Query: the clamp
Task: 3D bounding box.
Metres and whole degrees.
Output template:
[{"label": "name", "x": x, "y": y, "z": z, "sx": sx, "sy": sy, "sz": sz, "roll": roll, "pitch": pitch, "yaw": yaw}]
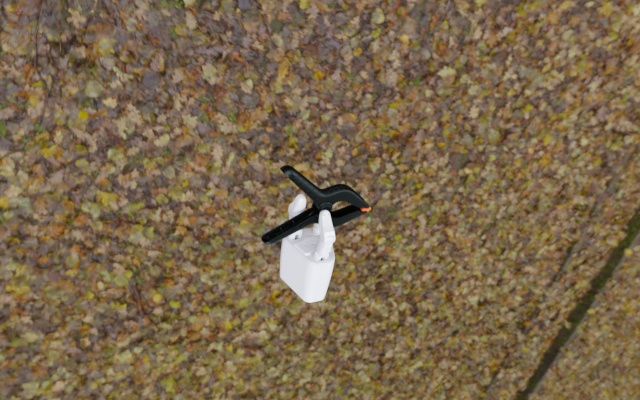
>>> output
[{"label": "clamp", "x": 0.001, "y": 0.003, "z": 0.876, "sx": 0.210, "sy": 0.165, "sz": 0.036, "roll": -6, "pitch": 39, "yaw": -24}]
